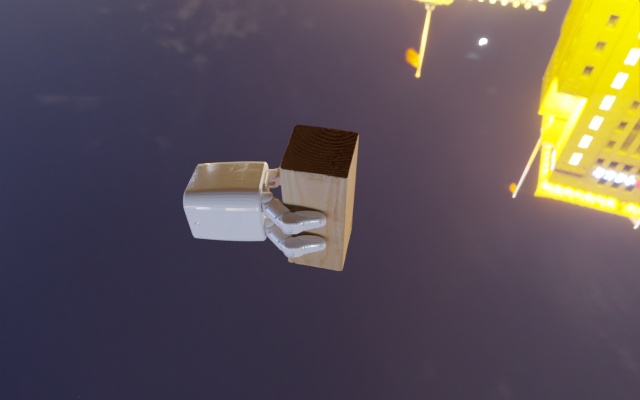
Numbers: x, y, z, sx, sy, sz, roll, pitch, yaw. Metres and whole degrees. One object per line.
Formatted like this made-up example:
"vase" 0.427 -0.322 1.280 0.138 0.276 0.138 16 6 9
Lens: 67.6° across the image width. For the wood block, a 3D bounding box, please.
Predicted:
"wood block" 0.000 0.002 0.692 0.090 0.090 0.206 9 -40 7
